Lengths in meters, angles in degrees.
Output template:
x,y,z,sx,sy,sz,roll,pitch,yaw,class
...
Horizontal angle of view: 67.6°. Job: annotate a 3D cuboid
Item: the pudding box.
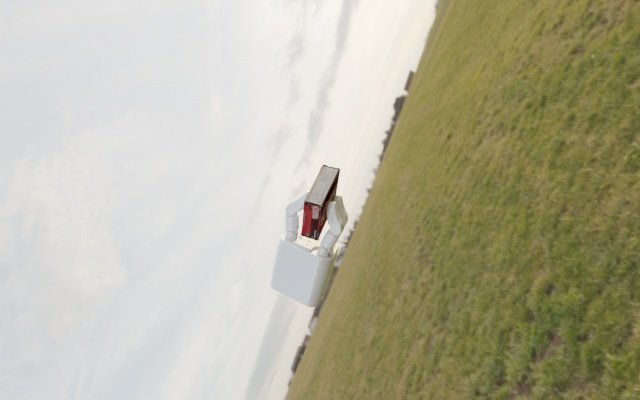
x,y,z,sx,sy,sz,roll,pitch,yaw,class
0.000,0.003,0.875,0.039,0.090,0.113,16,44,7,pudding box
